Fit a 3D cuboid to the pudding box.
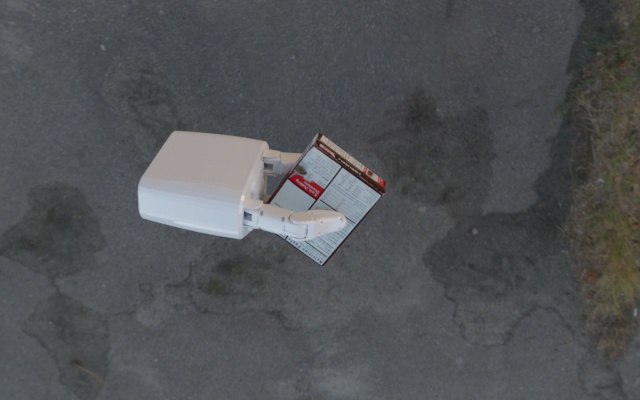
[{"bbox_3d":[0.000,0.002,0.498,0.090,0.113,0.039,35,26,-7],"label":"pudding box"}]
